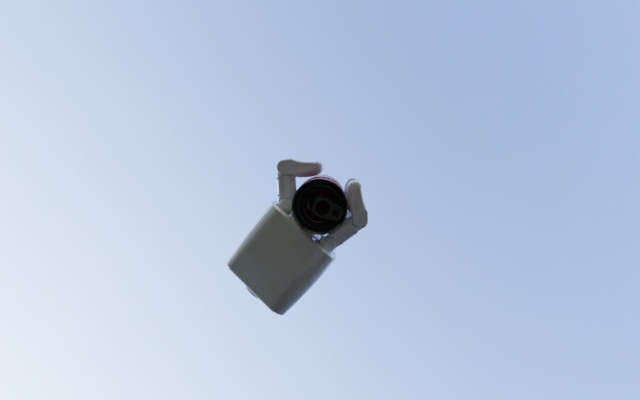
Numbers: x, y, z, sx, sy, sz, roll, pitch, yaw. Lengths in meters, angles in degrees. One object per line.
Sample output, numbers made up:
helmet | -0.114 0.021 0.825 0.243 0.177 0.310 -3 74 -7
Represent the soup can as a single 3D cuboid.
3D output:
soup can | 0.000 0.002 0.619 0.068 0.068 0.102 0 7 1
